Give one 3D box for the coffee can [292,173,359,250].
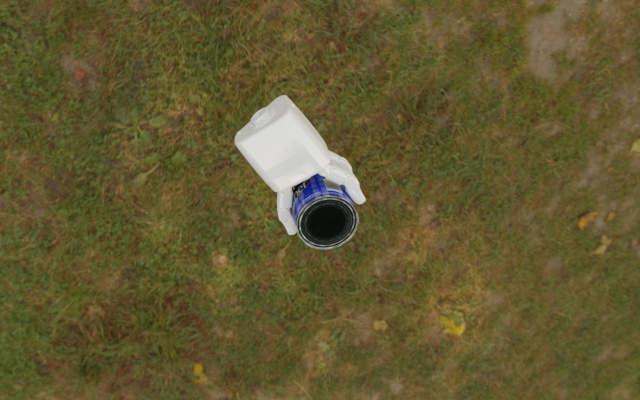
[{"bbox_3d":[0.000,0.003,0.822,0.103,0.103,0.140,0,30,-11],"label":"coffee can"}]
